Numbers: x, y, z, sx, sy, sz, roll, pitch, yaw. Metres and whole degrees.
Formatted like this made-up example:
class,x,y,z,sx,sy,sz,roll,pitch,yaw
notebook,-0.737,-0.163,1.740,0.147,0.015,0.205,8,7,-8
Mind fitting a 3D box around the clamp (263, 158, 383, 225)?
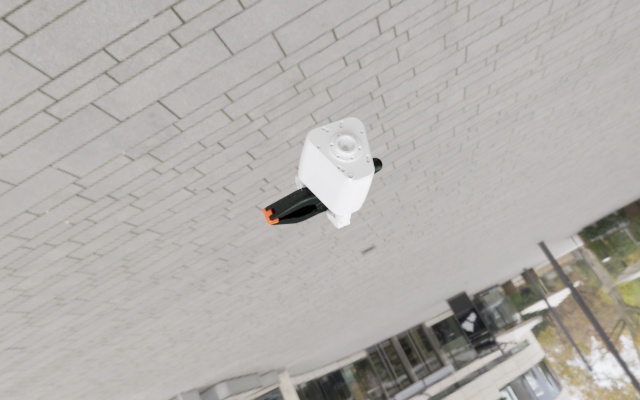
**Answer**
class,x,y,z,sx,sy,sz,roll,pitch,yaw
clamp,0.000,0.004,0.840,0.210,0.036,0.165,-21,-23,-17
